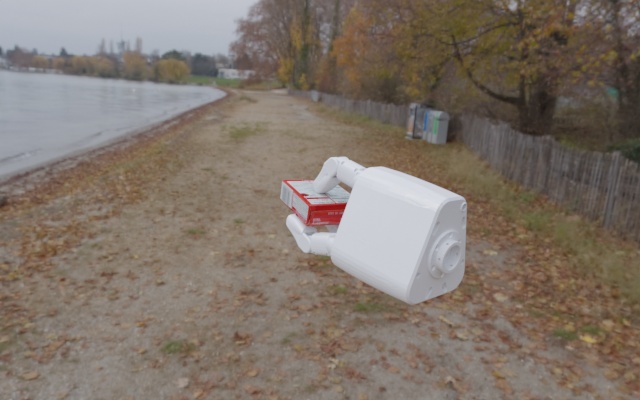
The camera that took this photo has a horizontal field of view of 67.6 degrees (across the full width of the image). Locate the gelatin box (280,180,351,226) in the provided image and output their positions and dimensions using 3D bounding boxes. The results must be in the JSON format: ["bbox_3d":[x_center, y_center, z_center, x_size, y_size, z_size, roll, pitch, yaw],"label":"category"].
[{"bbox_3d":[0.000,0.001,0.591,0.073,0.030,0.089,-1,23,-28],"label":"gelatin box"}]
